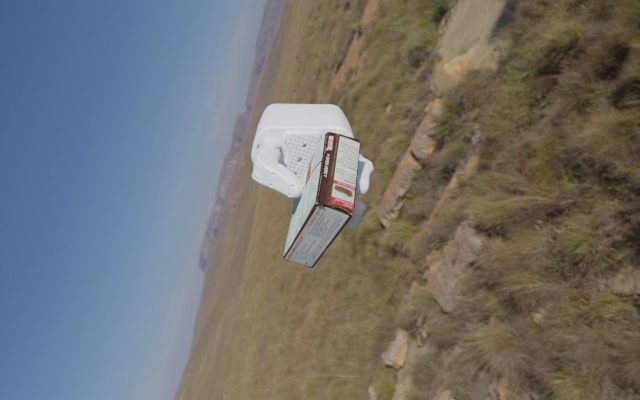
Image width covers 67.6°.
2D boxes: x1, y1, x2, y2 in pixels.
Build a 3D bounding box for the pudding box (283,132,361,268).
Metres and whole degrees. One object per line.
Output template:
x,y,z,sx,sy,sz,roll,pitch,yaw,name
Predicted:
0.000,0.001,0.470,0.039,0.090,0.114,15,-36,-11,pudding box
